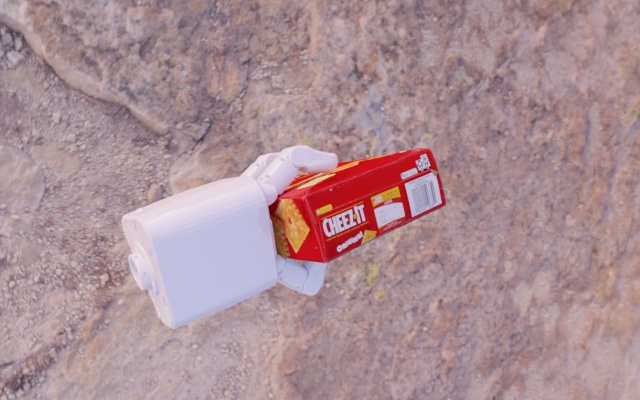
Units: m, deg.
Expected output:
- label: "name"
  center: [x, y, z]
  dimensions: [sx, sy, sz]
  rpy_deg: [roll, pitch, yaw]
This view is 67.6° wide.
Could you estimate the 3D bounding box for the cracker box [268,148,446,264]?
- label: "cracker box"
  center: [0.000, 0.002, 0.528]
  dimensions: [0.164, 0.072, 0.213]
  rpy_deg: [-22, 11, -32]
